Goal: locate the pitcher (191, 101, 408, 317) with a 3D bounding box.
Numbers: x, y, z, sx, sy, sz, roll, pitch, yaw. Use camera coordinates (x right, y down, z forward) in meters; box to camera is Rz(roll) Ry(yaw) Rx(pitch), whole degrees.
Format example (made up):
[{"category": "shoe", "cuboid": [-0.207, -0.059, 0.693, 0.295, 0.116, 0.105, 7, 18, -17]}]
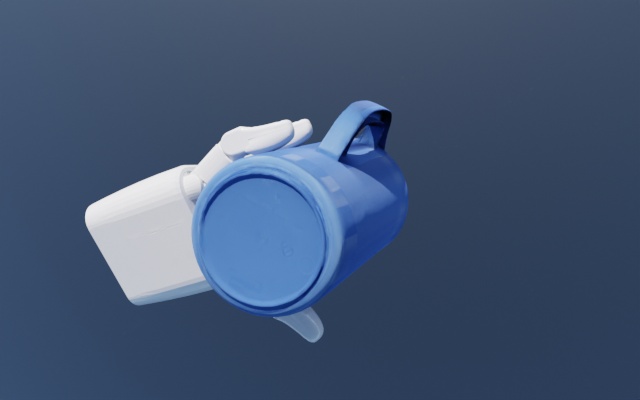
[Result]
[{"category": "pitcher", "cuboid": [0.000, 0.001, 0.414, 0.145, 0.149, 0.243, -18, 1, 18]}]
